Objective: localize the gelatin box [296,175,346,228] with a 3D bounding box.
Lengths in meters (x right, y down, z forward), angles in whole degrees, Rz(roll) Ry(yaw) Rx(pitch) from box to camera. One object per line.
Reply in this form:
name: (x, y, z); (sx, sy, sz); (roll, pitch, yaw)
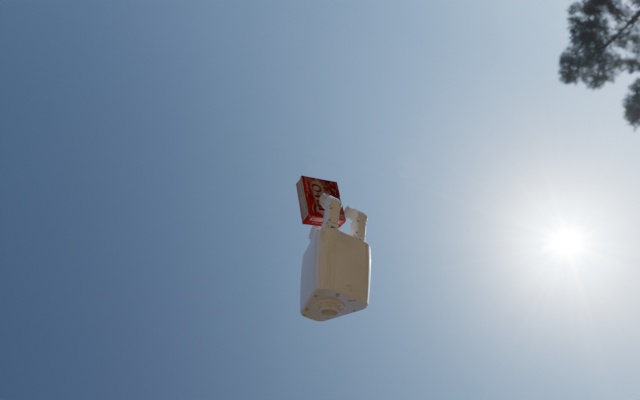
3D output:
gelatin box: (0.000, 0.003, 0.838); (0.073, 0.089, 0.030); (9, -40, -27)
